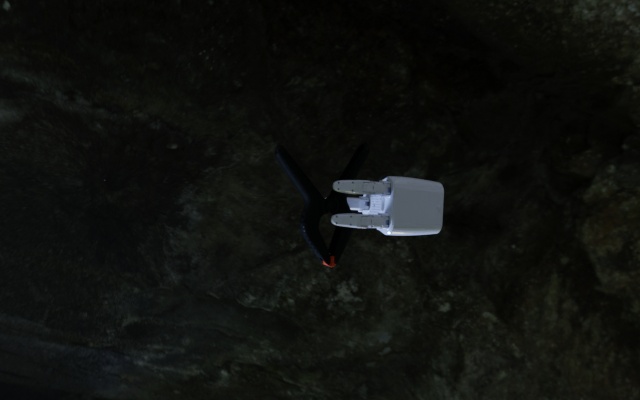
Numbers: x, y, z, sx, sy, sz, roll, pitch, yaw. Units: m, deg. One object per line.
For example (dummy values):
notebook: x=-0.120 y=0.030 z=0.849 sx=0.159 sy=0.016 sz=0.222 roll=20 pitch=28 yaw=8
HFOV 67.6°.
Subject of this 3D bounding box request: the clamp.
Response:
clamp: x=0.000 y=0.003 z=0.782 sx=0.164 sy=0.210 sz=0.036 roll=3 pitch=1 yaw=-22
